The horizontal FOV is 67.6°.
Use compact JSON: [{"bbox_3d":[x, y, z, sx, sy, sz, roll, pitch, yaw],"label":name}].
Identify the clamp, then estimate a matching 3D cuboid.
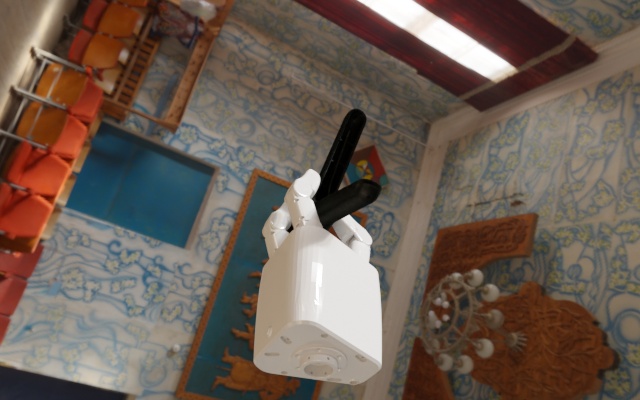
[{"bbox_3d":[0.001,0.003,0.545,0.036,0.164,0.210,25,-52,-17],"label":"clamp"}]
